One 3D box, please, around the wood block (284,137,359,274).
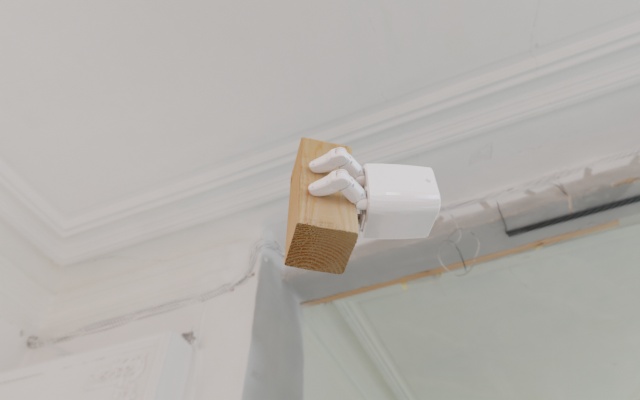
[{"bbox_3d":[0.000,0.003,0.742,0.090,0.091,0.206,10,40,-8],"label":"wood block"}]
